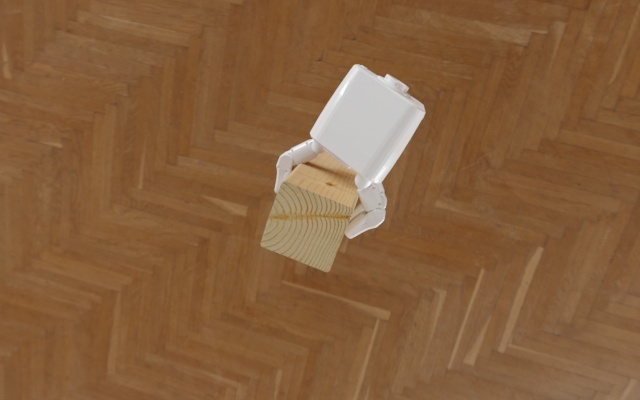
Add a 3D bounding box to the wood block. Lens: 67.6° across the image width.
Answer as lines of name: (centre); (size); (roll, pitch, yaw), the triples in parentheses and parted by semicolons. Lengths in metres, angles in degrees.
wood block: (0.000, 0.002, 0.650); (0.091, 0.090, 0.206); (22, 19, 3)
